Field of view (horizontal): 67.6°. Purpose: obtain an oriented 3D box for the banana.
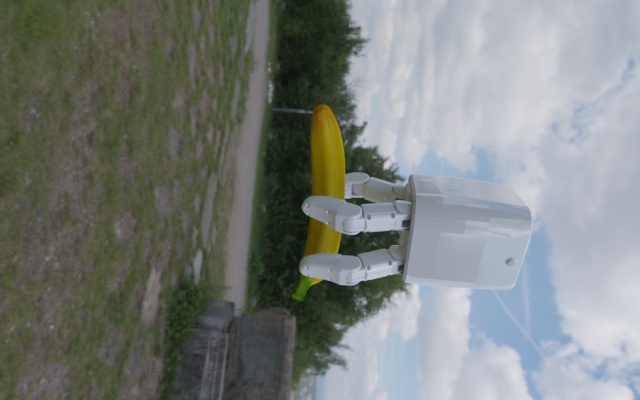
[{"bbox_3d":[0.004,0.002,0.493,0.037,0.198,0.069,7,10,12],"label":"banana"}]
